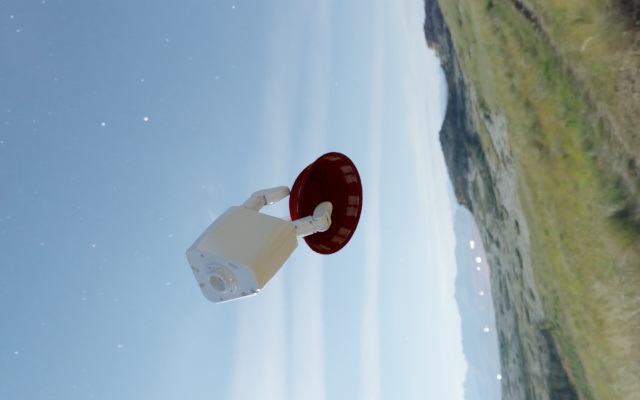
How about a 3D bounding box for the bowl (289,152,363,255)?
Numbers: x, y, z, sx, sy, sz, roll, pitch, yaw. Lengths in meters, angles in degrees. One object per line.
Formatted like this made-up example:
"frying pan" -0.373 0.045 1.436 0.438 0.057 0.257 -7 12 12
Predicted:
"bowl" 0.001 0.002 0.759 0.055 0.162 0.162 8 5 40
